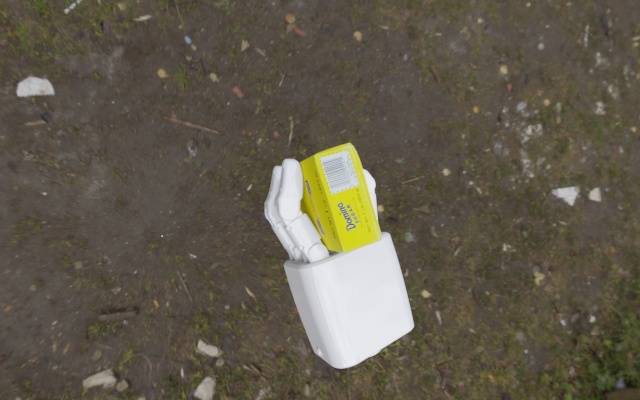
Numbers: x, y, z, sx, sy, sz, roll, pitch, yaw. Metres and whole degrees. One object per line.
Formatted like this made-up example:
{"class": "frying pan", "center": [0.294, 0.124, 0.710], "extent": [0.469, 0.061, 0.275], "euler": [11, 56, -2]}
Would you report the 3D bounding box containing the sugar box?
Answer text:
{"class": "sugar box", "center": [0.000, 0.002, 0.502], "extent": [0.048, 0.093, 0.176], "euler": [-17, 1, -19]}
